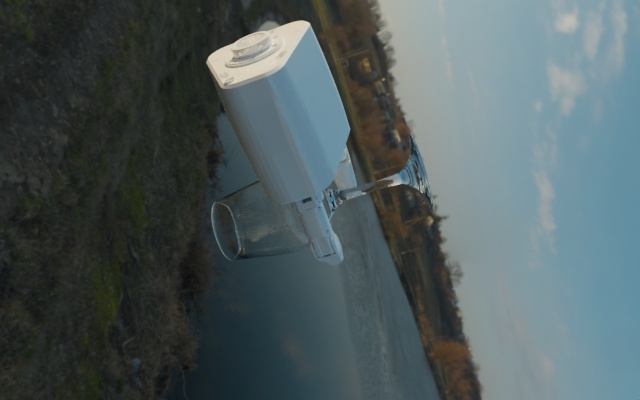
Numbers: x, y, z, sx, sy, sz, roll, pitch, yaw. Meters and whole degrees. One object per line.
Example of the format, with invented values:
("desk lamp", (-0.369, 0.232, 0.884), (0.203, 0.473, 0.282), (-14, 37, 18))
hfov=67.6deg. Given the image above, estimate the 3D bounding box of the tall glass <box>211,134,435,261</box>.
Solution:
("tall glass", (0.001, 0.001, 0.458), (0.201, 0.079, 0.079), (-17, -3, 8))
